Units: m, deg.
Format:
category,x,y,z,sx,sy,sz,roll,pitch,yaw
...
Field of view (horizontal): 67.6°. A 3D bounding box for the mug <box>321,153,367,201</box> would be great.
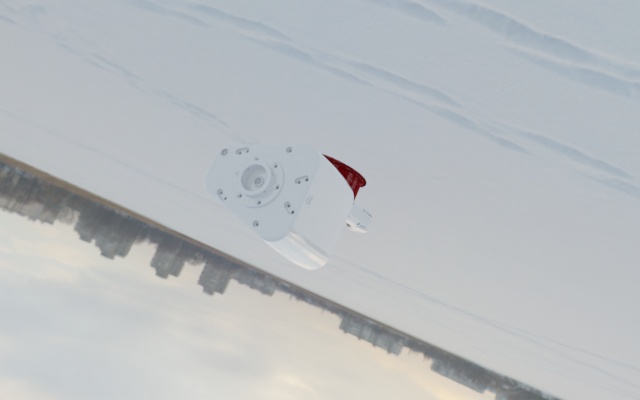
category,x,y,z,sx,sy,sz,roll,pitch,yaw
mug,0.000,0.003,0.573,0.093,0.081,0.117,19,-12,25
